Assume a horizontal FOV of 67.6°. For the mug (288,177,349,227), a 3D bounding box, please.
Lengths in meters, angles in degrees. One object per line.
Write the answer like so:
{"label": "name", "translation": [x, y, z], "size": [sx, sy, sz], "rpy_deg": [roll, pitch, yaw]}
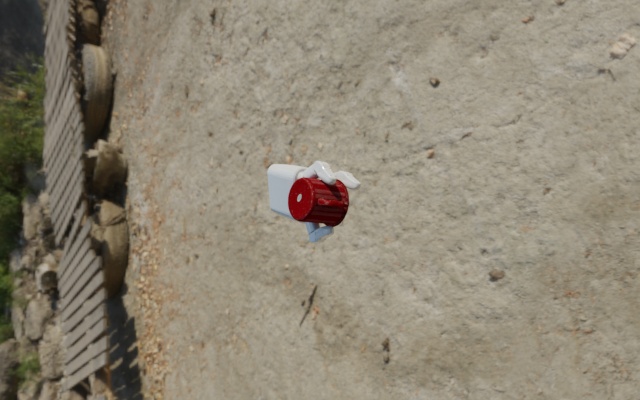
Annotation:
{"label": "mug", "translation": [0.001, 0.003, 0.879], "size": [0.081, 0.093, 0.117], "rpy_deg": [7, 4, -38]}
